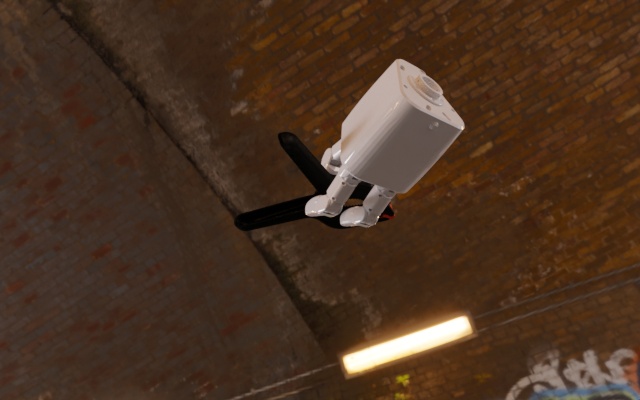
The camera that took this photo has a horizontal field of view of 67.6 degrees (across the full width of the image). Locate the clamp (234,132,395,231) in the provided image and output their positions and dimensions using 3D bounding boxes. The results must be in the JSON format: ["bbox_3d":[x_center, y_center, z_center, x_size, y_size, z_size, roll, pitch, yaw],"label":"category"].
[{"bbox_3d":[0.001,0.001,0.625,0.210,0.036,0.165,17,-48,-30],"label":"clamp"}]
